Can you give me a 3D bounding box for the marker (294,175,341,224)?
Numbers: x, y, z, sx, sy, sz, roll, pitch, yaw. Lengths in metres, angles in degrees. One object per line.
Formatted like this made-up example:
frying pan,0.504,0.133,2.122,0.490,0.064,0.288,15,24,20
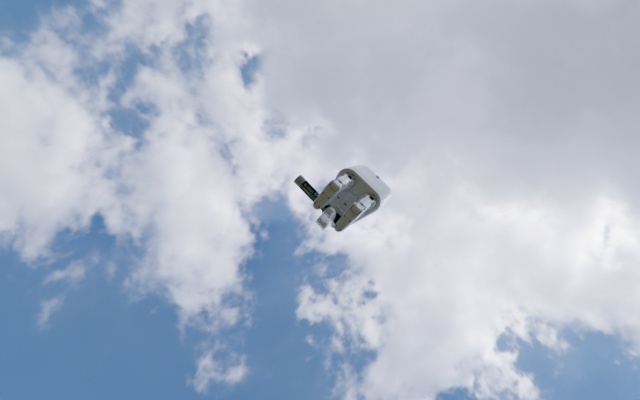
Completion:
marker,0.000,0.003,0.847,0.020,0.121,0.020,-43,-9,-8
